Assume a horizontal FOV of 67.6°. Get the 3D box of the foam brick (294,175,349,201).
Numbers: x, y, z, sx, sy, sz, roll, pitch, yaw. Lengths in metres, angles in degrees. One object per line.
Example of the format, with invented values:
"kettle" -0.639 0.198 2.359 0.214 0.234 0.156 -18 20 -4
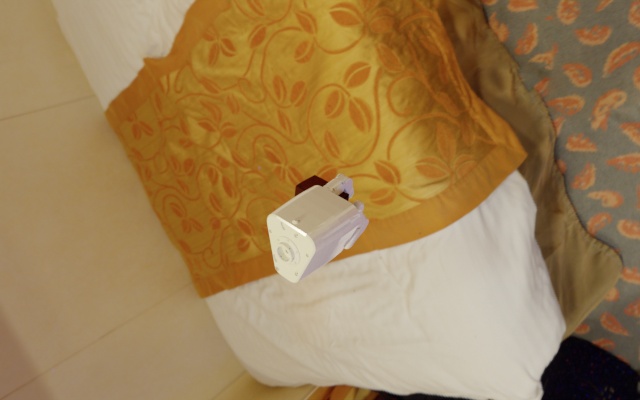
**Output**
"foam brick" 0.000 0.003 0.793 0.078 0.053 0.051 30 41 27
